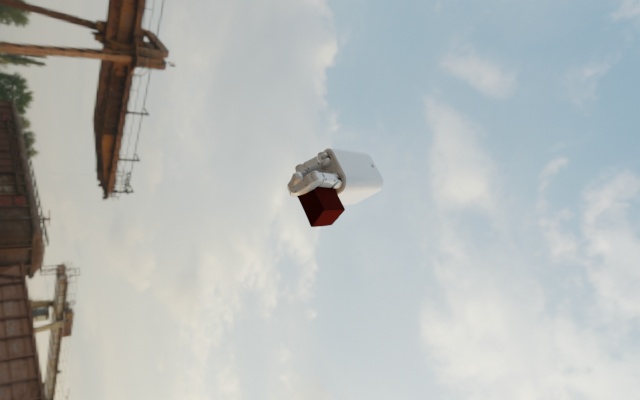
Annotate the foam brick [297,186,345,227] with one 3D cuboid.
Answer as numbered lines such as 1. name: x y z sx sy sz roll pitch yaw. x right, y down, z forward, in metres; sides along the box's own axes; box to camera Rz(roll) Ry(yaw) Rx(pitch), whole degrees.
1. foam brick: 0.000 0.003 0.887 0.051 0.078 0.053 1 -38 -38
